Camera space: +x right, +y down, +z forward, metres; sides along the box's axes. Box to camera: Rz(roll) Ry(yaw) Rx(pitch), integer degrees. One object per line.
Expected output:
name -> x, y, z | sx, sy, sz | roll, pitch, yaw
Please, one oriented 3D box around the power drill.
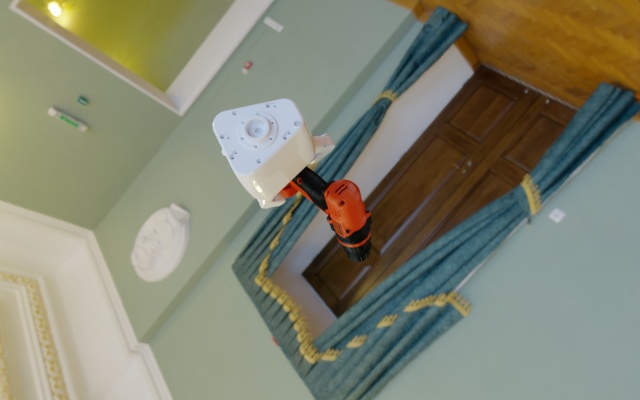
power drill -> 0.000, 0.002, 0.731 | 0.187, 0.057, 0.185 | 35, -22, 31
